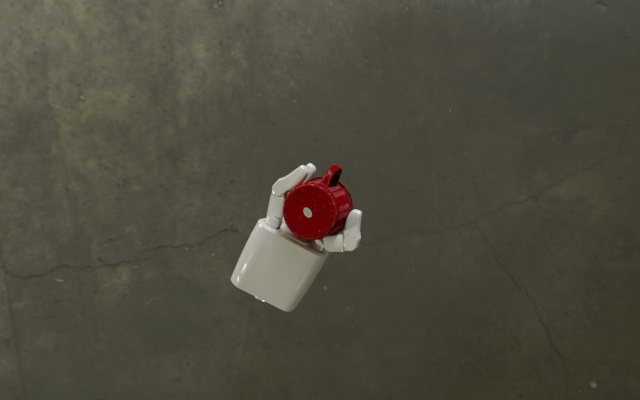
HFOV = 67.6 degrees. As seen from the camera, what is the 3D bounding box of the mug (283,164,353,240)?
[{"bbox_3d":[0.001,0.001,0.691,0.093,0.117,0.081,29,11,10],"label":"mug"}]
